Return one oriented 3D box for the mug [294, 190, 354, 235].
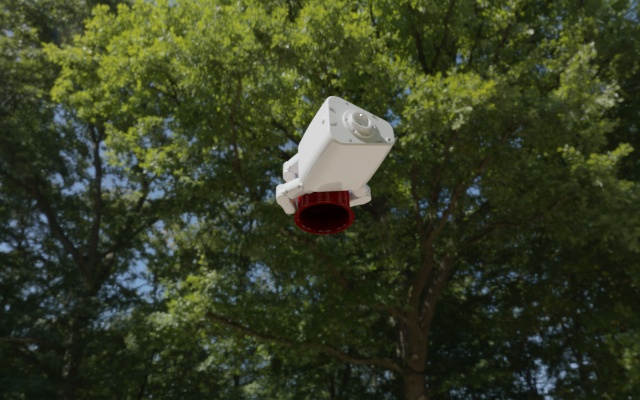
[{"bbox_3d":[0.000,0.003,0.768,0.093,0.081,0.117,12,-38,-19],"label":"mug"}]
